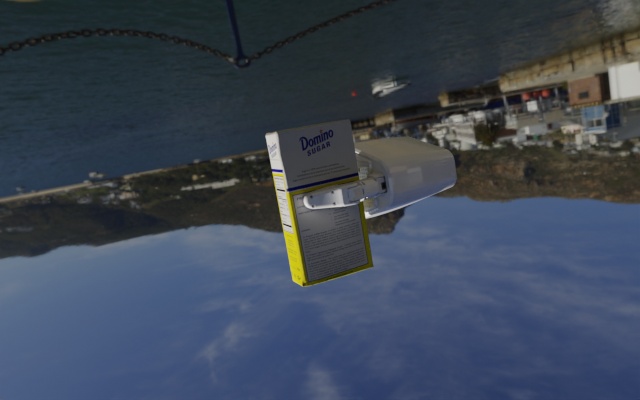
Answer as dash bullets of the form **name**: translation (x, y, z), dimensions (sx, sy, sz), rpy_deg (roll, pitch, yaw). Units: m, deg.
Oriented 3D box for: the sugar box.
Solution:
- **sugar box**: translation (0.000, 0.002, 0.549), dimensions (0.093, 0.176, 0.048), rpy_deg (-13, 8, -23)
